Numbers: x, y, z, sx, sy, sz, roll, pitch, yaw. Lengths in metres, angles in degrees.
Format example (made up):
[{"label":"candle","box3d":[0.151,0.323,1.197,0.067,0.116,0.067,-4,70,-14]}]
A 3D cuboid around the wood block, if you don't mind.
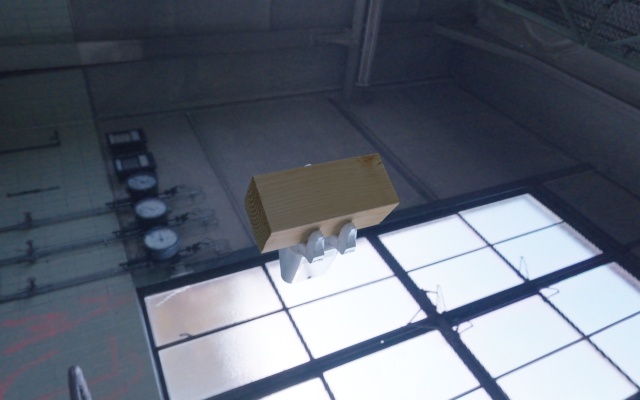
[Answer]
[{"label":"wood block","box3d":[0.000,0.002,0.727,0.206,0.090,0.090,-13,-22,-23]}]
